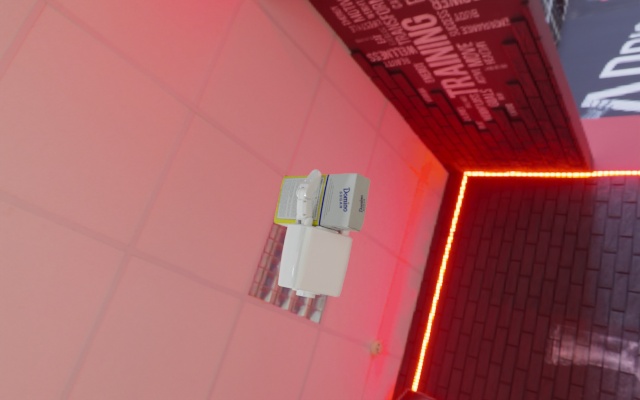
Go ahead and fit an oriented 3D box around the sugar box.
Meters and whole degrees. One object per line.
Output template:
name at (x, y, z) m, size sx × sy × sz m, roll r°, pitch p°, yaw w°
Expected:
sugar box at (0.000, 0.003, 0.837) m, size 0.176 × 0.093 × 0.048 m, roll 2°, pitch -13°, yaw 40°
